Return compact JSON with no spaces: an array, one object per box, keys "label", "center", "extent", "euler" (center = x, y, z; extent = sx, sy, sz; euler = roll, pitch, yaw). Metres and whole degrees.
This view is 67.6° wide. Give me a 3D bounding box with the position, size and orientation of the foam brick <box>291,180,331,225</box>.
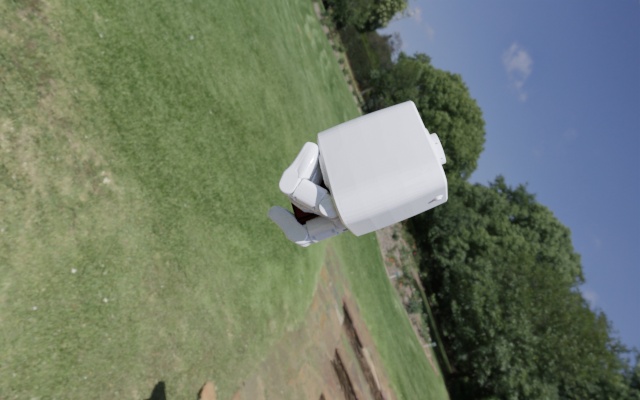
[{"label":"foam brick","center":[0.000,0.002,0.557],"extent":[0.051,0.053,0.078],"euler":[-21,-19,9]}]
